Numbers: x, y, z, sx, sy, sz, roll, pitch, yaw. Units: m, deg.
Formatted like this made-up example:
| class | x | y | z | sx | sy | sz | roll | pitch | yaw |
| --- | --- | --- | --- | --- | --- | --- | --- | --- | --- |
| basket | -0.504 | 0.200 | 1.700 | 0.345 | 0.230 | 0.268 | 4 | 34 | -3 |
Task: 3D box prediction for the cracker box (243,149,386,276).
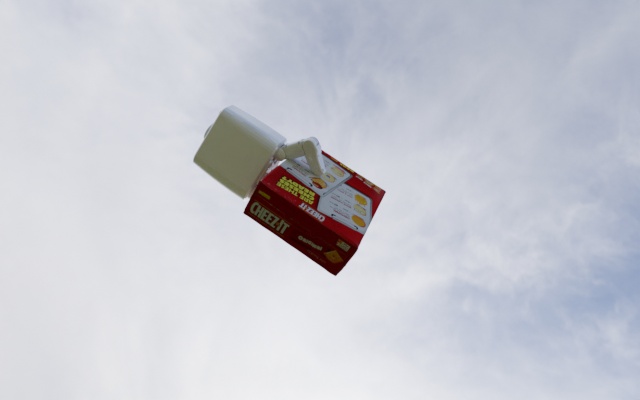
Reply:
| class | x | y | z | sx | sy | sz | roll | pitch | yaw |
| --- | --- | --- | --- | --- | --- | --- | --- | --- | --- |
| cracker box | 0.000 | 0.002 | 0.747 | 0.164 | 0.072 | 0.213 | 34 | 29 | 3 |
